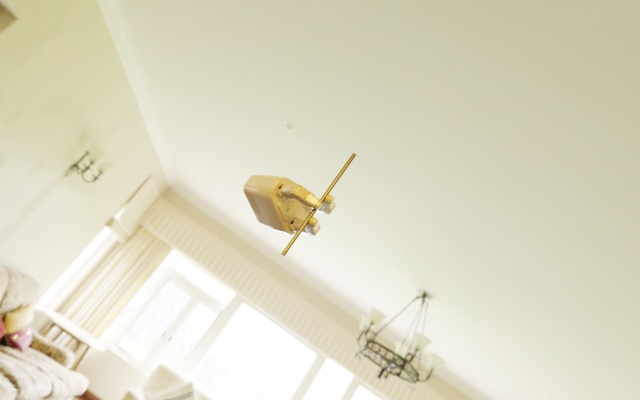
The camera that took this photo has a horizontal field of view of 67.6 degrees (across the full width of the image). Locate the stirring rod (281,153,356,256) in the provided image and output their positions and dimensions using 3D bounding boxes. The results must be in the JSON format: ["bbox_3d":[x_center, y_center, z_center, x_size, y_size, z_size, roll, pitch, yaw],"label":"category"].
[{"bbox_3d":[0.000,0.003,0.872,0.011,0.239,0.011,31,-21,13],"label":"stirring rod"}]
